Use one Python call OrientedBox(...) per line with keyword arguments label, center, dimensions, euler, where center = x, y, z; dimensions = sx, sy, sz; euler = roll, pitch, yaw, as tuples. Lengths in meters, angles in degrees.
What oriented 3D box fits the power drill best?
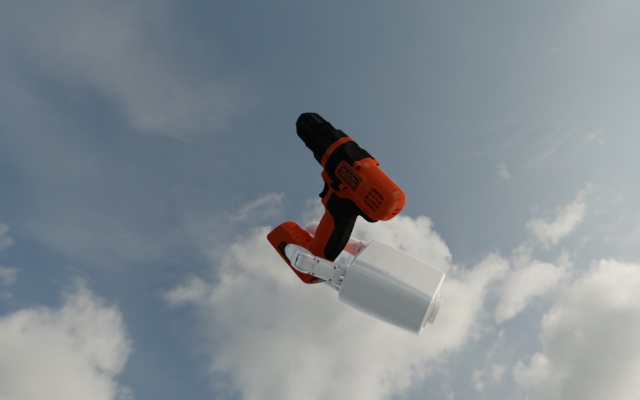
OrientedBox(label="power drill", center=(0.000, 0.003, 0.626), dimensions=(0.057, 0.188, 0.184), euler=(-10, 50, -48))
